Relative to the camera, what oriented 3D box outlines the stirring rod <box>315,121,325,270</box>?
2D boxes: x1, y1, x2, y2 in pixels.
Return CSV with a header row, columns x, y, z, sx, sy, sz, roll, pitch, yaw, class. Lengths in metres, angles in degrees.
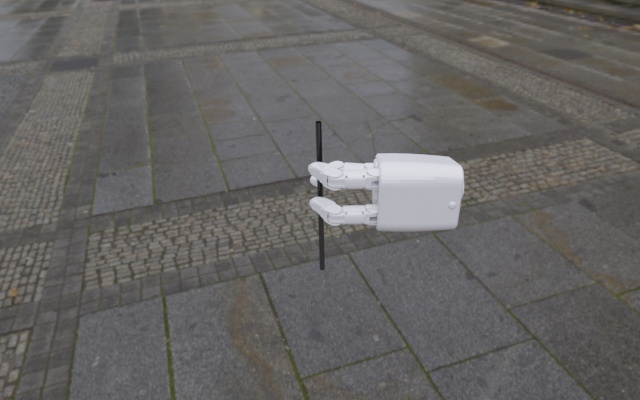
x,y,z,sx,sy,sz,roll,pitch,yaw,class
0.000,0.002,0.678,0.011,0.240,0.011,-1,31,1,stirring rod
